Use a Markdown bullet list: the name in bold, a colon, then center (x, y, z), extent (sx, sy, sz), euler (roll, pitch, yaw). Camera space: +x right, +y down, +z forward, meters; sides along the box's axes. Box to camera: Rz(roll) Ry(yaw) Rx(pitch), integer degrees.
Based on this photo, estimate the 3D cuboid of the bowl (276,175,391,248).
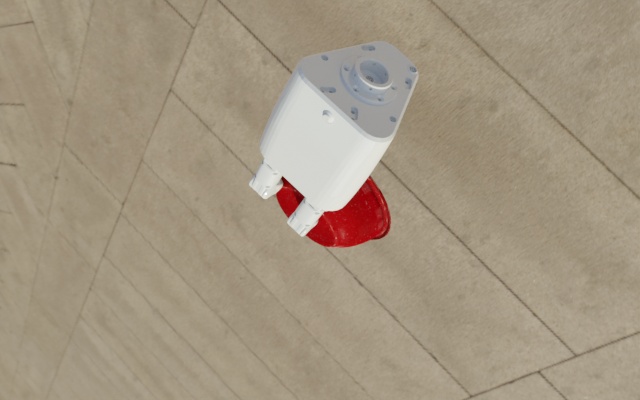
- **bowl**: center (0.000, 0.003, 0.548), extent (0.055, 0.162, 0.162), euler (-45, 21, -23)
